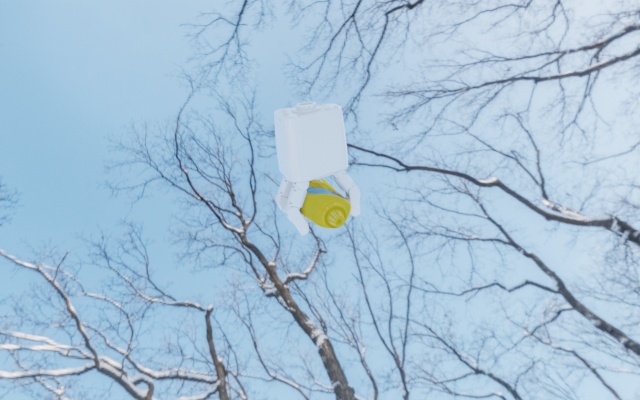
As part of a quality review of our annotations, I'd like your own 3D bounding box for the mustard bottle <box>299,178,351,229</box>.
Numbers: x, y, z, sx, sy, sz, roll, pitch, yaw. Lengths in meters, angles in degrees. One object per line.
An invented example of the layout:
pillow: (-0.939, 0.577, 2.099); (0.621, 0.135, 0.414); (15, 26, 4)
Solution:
mustard bottle: (0.000, 0.003, 0.833); (0.096, 0.058, 0.191); (13, 13, -23)
